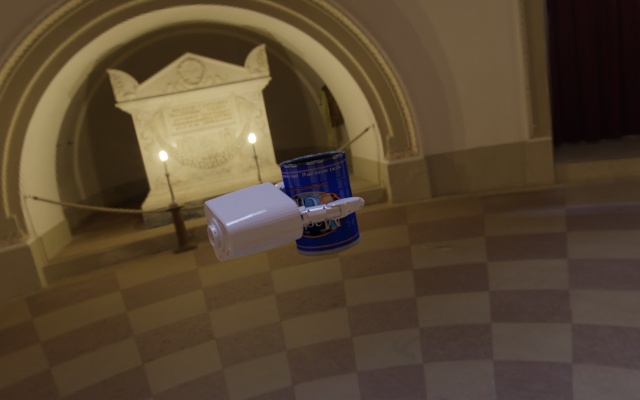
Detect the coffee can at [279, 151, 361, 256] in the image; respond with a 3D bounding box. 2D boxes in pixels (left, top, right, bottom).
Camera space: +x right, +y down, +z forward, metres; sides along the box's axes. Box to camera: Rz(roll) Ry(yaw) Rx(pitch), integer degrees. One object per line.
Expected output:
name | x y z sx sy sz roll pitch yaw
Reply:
coffee can | 0.000 0.003 0.738 0.103 0.140 0.103 -11 11 2
